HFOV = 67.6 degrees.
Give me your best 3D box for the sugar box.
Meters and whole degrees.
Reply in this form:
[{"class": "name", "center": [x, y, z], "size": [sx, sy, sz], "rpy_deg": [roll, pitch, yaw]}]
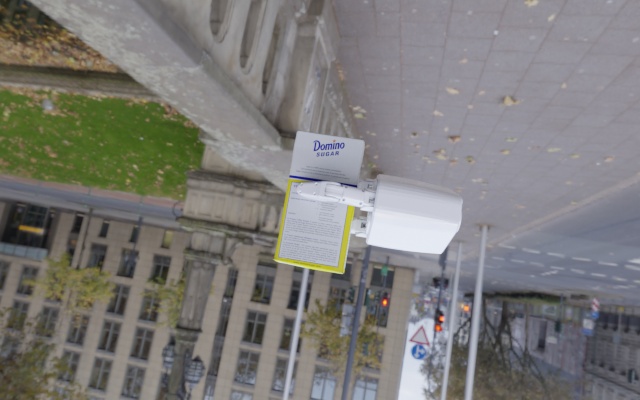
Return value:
[{"class": "sugar box", "center": [0.000, 0.002, 0.633], "size": [0.093, 0.176, 0.048], "rpy_deg": [10, -9, 6]}]
